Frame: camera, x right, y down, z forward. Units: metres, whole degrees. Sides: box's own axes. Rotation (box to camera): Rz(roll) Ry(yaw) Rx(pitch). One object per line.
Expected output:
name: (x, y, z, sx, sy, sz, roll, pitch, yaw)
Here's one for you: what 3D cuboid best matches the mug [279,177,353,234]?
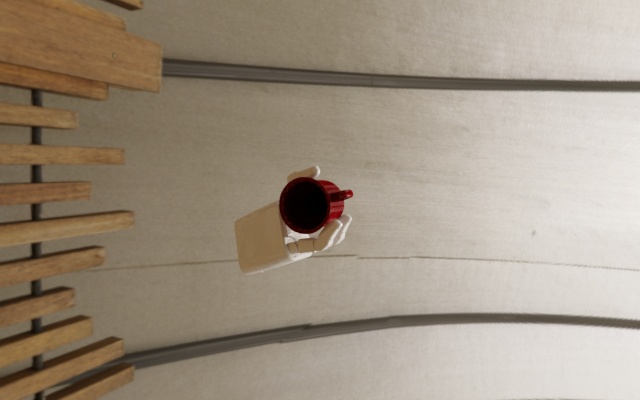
mug: (0.001, 0.002, 0.798, 0.117, 0.093, 0.081, -20, -5, 24)
